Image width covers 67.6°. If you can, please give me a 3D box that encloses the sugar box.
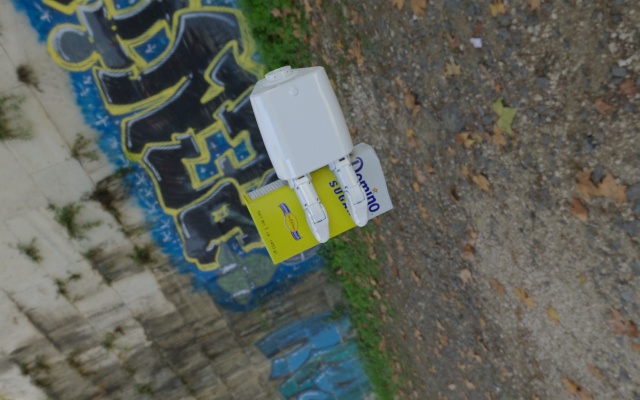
[{"bbox_3d":[0.000,0.002,0.619,0.176,0.093,0.048,-25,23,-8],"label":"sugar box"}]
